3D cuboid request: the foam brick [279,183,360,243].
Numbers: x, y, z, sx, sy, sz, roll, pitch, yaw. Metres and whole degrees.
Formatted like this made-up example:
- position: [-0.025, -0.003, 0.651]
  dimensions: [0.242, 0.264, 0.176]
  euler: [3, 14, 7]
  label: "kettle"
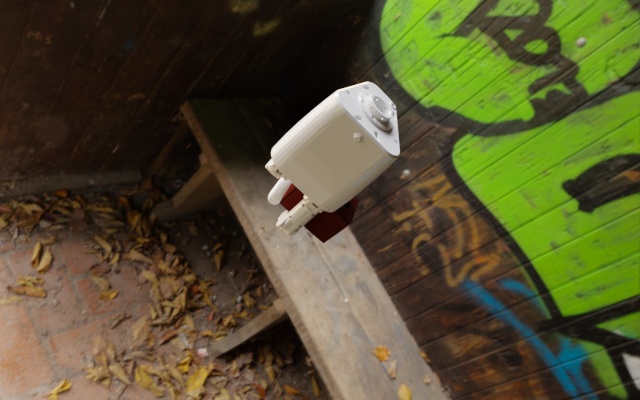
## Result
- position: [0.000, 0.002, 0.582]
  dimensions: [0.051, 0.078, 0.053]
  euler: [-39, 14, 34]
  label: "foam brick"
